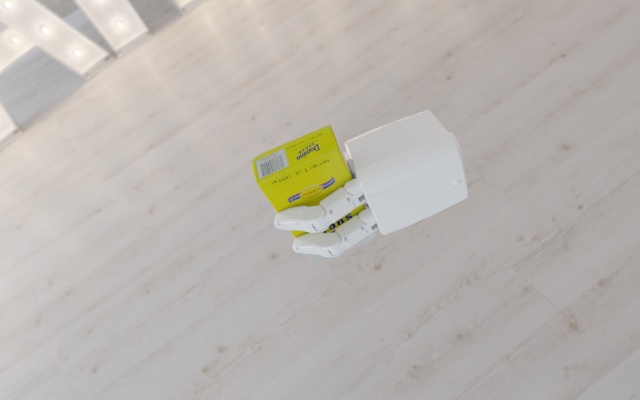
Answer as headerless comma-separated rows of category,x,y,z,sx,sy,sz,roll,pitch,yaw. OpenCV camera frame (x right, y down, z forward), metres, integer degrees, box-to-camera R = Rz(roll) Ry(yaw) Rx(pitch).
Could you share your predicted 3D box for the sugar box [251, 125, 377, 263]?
sugar box,0.000,0.002,0.549,0.093,0.048,0.176,-22,-42,7
